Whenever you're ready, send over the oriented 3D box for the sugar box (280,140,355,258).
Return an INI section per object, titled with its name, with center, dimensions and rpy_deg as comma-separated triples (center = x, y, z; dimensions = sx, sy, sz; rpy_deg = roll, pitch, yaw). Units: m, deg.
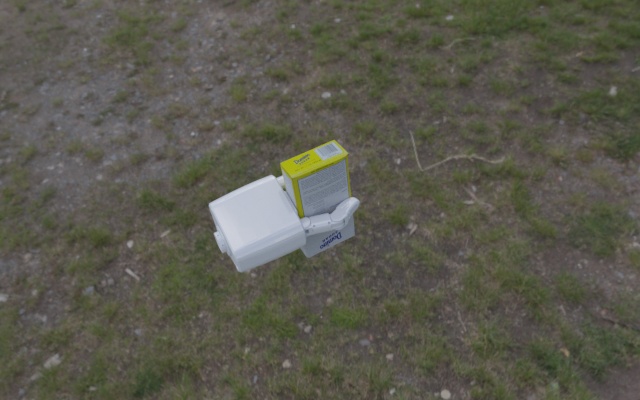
[sugar box]
center = 0.000, 0.002, 0.730
dimensions = 0.093, 0.176, 0.048
rpy_deg = -24, 49, -17
